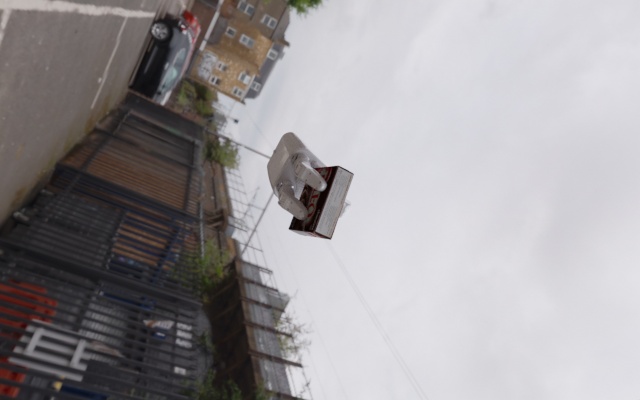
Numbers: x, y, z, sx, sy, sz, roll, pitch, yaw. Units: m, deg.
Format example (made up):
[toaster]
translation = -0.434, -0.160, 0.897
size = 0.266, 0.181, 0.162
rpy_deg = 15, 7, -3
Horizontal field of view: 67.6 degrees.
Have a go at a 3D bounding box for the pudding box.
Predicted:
[pudding box]
translation = 0.000, 0.003, 0.756
size = 0.039, 0.113, 0.090
rpy_deg = 22, -10, -26
